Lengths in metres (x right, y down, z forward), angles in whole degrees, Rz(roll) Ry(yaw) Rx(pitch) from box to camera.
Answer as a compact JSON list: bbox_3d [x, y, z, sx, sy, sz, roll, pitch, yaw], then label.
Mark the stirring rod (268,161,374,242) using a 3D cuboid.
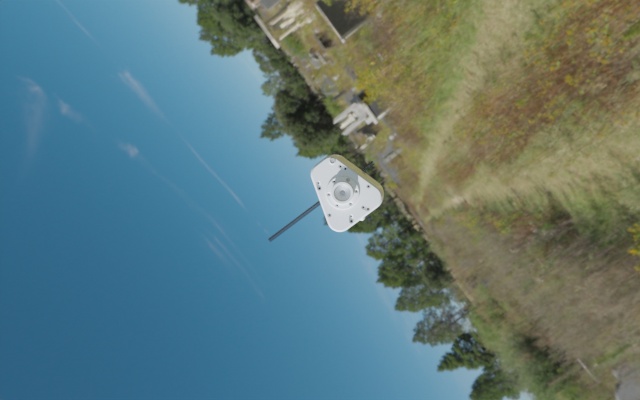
[{"bbox_3d":[0.000,0.003,0.876,0.239,0.011,0.011,-37,-5,7],"label":"stirring rod"}]
